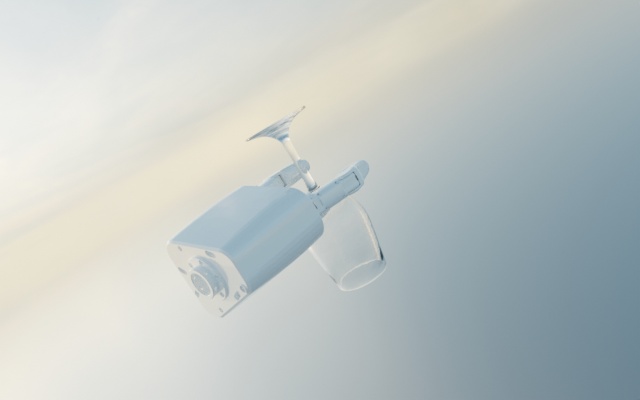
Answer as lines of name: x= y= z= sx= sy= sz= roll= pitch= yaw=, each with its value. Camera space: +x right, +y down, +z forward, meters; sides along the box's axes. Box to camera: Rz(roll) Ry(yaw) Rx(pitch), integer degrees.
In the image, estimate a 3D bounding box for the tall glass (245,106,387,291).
tall glass: x=0.000 y=0.001 z=0.530 sx=0.079 sy=0.201 sz=0.079 roll=-29 pitch=11 yaw=6
